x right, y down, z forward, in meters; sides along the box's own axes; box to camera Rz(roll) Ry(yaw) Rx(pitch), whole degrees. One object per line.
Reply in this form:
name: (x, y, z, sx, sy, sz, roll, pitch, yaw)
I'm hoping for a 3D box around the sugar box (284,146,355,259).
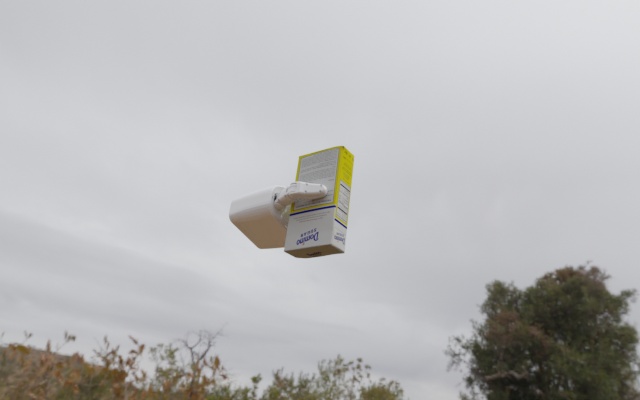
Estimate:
sugar box: (0.000, 0.003, 0.768, 0.093, 0.176, 0.048, -11, -30, 34)
